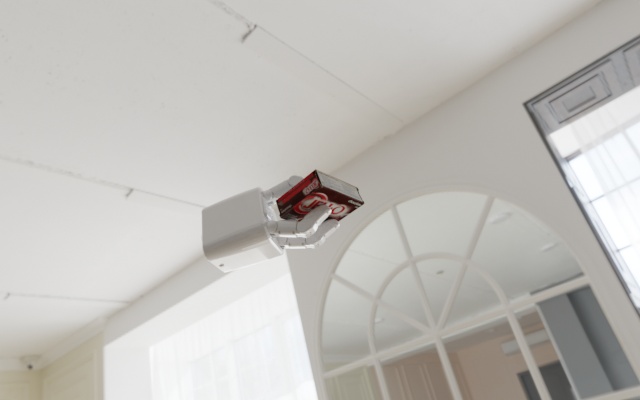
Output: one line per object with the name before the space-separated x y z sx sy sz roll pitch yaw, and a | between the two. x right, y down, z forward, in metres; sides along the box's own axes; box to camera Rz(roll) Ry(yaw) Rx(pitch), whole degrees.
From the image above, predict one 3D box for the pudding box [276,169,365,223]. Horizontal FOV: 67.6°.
pudding box | 0.000 0.002 0.753 0.090 0.039 0.113 -36 -32 28
